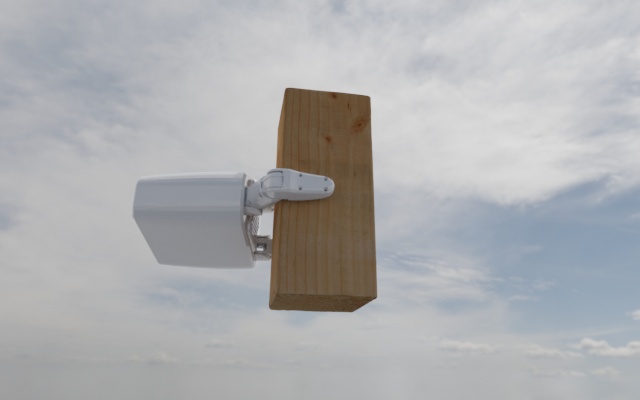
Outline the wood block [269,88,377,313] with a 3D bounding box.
[{"bbox_3d":[0.000,0.001,0.482,0.090,0.206,0.091,4,-21,-9],"label":"wood block"}]
